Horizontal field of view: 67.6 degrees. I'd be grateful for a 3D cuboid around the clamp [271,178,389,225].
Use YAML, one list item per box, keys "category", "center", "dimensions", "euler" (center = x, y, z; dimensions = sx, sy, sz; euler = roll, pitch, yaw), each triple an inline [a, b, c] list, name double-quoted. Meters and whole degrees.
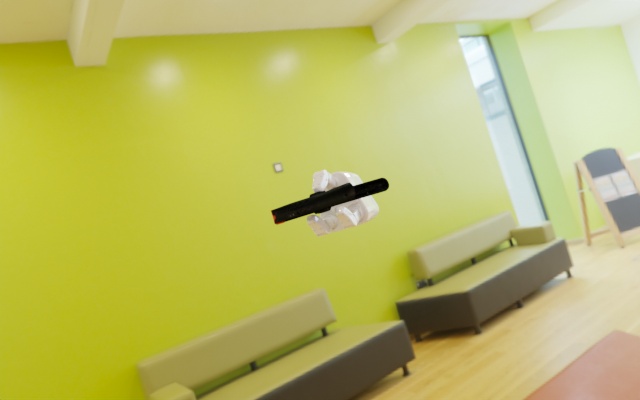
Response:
- category: "clamp"
  center: [-0.001, 0.002, 0.809]
  dimensions: [0.210, 0.036, 0.164]
  euler: [-17, -4, 21]
